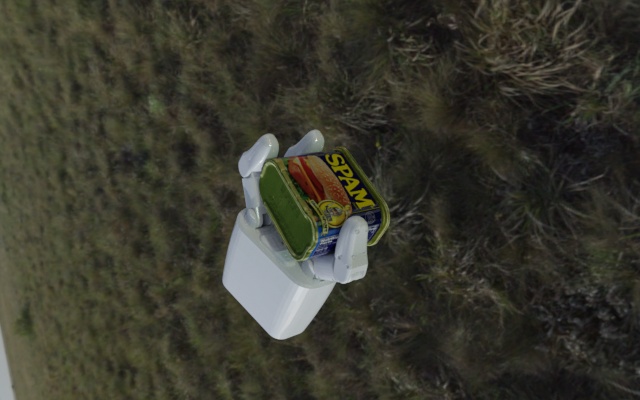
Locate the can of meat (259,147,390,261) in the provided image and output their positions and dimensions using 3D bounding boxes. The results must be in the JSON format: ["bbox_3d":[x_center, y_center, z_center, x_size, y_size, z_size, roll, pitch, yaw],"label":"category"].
[{"bbox_3d":[0.000,0.002,0.445,0.084,0.102,0.057,-11,-34,-34],"label":"can of meat"}]
